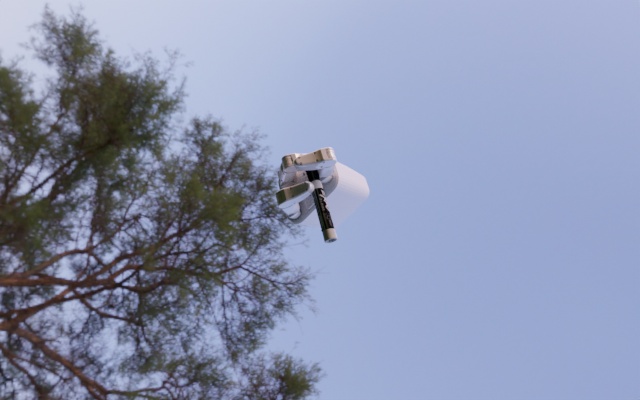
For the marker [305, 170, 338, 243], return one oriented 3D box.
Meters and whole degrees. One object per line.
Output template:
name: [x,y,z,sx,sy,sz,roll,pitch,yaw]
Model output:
marker: [0.000,0.002,0.685,0.020,0.121,0.020,-13,-22,-6]
